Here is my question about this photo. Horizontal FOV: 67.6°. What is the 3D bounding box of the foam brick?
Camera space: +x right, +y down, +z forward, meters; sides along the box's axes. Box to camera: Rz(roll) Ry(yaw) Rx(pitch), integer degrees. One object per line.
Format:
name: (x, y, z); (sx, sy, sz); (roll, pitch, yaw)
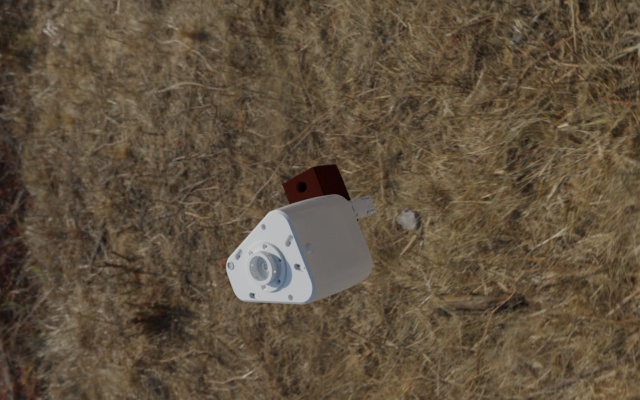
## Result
foam brick: (0.000, 0.002, 0.572); (0.053, 0.078, 0.051); (-27, -9, 35)
